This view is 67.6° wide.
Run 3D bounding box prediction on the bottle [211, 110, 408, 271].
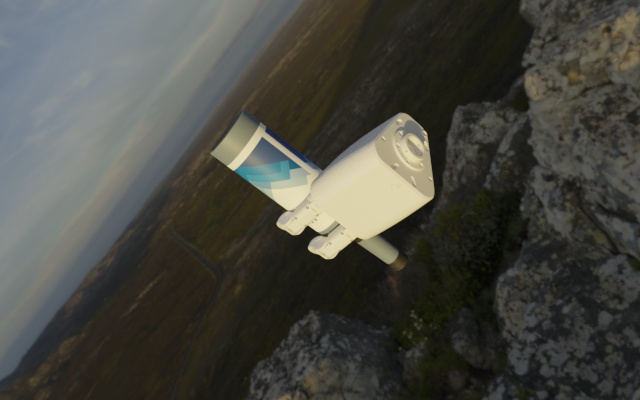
[{"bbox_3d":[0.000,0.002,0.614,0.296,0.069,0.069,37,-13,-18],"label":"bottle"}]
